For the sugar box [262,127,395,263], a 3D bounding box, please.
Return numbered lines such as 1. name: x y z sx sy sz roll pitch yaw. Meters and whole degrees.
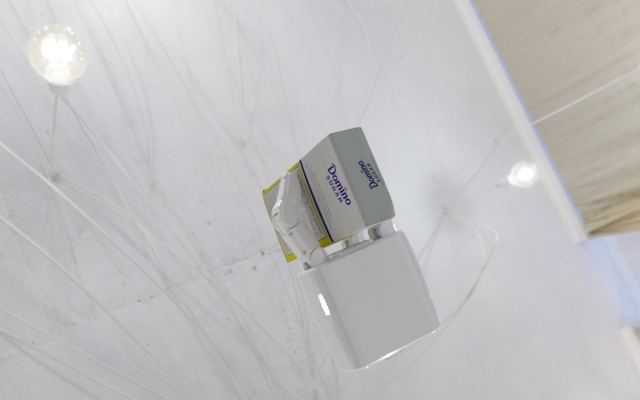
1. sugar box: 0.001 0.002 0.502 0.048 0.093 0.176 -17 -7 -34
